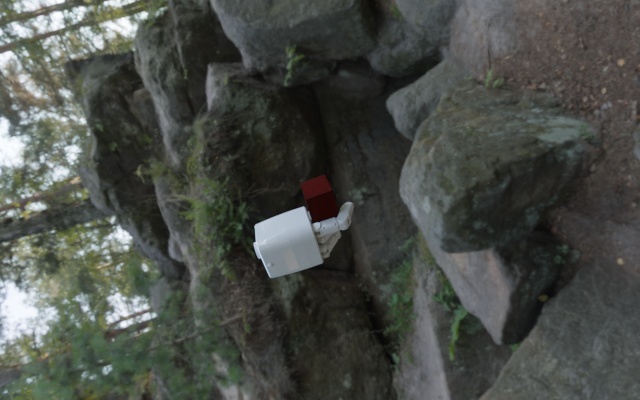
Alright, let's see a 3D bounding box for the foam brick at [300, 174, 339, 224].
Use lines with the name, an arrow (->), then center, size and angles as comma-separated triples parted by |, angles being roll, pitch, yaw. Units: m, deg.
foam brick -> 0.000, 0.003, 0.877 | 0.051, 0.078, 0.053 | -18, 39, -2
